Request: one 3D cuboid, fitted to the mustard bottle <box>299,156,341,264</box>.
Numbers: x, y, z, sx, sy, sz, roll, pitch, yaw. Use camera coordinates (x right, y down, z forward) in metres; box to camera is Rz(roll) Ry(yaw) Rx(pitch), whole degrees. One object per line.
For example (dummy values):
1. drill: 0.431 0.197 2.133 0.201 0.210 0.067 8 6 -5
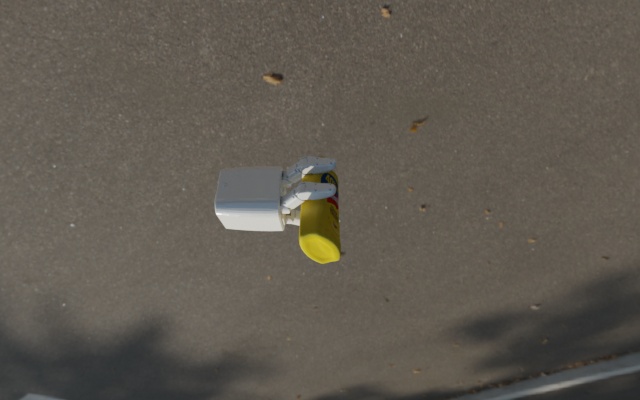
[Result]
1. mustard bottle: 0.000 0.003 0.807 0.058 0.191 0.096 -15 -39 20
